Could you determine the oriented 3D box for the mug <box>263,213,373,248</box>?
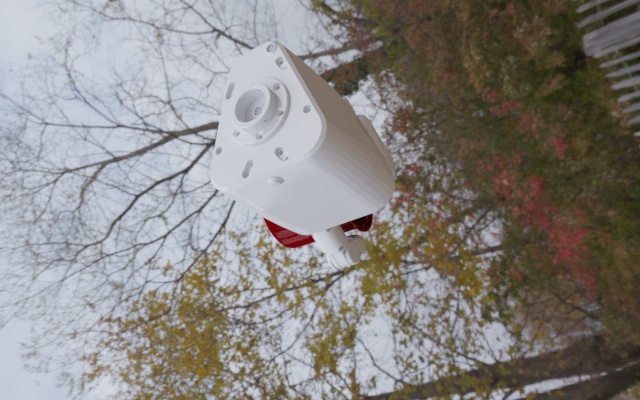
[{"bbox_3d":[0.001,0.002,0.472,0.081,0.093,0.117,-20,-29,23],"label":"mug"}]
